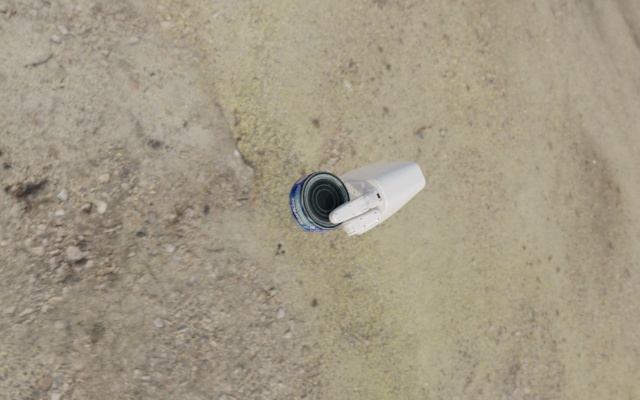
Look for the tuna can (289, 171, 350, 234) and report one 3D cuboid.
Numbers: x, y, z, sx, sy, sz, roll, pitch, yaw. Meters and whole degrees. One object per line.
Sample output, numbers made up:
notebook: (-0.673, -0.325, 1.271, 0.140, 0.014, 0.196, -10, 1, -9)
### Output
tuna can: (0.000, 0.002, 0.675, 0.086, 0.086, 0.034, 0, -10, -34)
